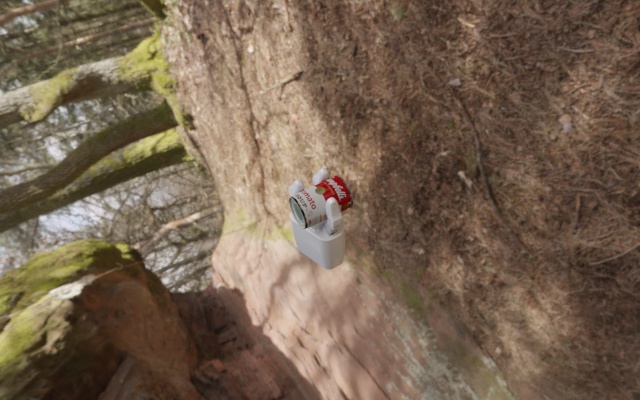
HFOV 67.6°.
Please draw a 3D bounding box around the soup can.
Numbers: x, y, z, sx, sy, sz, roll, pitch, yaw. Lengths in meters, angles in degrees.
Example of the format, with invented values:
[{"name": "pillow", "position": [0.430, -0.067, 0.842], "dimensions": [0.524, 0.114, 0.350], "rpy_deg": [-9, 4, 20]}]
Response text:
[{"name": "soup can", "position": [0.000, 0.003, 0.890], "dimensions": [0.102, 0.068, 0.068], "rpy_deg": [-25, 8, -18]}]
